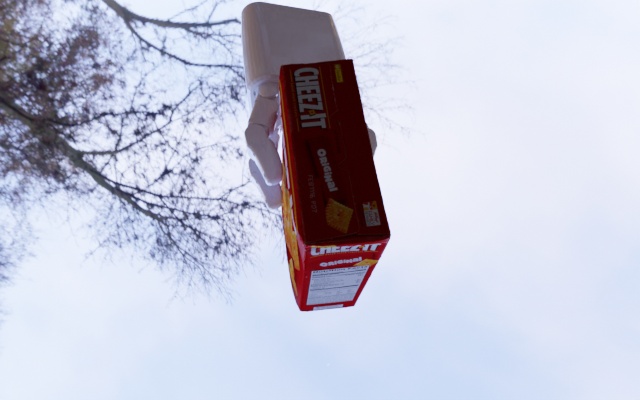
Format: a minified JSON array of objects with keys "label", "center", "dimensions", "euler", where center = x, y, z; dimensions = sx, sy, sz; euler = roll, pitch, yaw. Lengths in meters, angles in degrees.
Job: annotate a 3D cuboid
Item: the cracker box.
[{"label":"cracker box","center":[0.000,0.002,0.457],"dimensions":[0.072,0.164,0.214],"euler":[-6,-25,-6]}]
